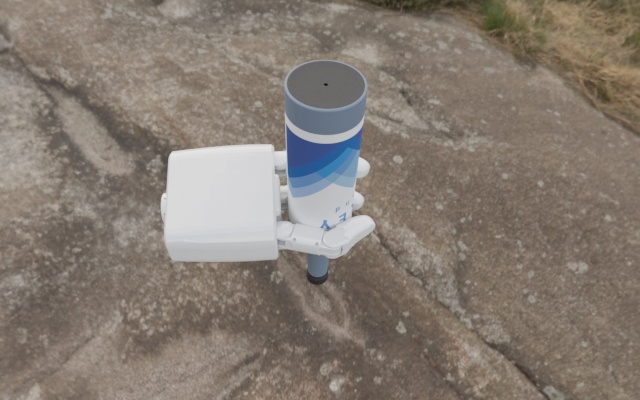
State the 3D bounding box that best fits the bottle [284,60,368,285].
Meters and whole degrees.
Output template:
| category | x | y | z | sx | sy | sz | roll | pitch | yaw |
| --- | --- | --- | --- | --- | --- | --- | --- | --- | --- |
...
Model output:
| category | x | y | z | sx | sy | sz | roll | pitch | yaw |
| --- | --- | --- | --- | --- | --- | --- | --- | --- | --- |
| bottle | 0.000 | 0.001 | 0.490 | 0.069 | 0.069 | 0.296 | 0 | -40 | -2 |
